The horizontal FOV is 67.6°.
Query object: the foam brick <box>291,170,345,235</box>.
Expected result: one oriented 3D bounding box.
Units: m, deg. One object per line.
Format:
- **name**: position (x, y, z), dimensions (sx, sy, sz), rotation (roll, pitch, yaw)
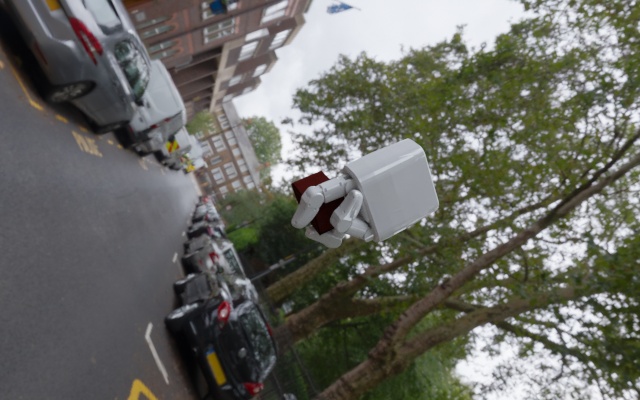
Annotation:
- **foam brick**: position (0.000, 0.002, 0.695), dimensions (0.051, 0.053, 0.078), rotation (-26, 39, -11)
